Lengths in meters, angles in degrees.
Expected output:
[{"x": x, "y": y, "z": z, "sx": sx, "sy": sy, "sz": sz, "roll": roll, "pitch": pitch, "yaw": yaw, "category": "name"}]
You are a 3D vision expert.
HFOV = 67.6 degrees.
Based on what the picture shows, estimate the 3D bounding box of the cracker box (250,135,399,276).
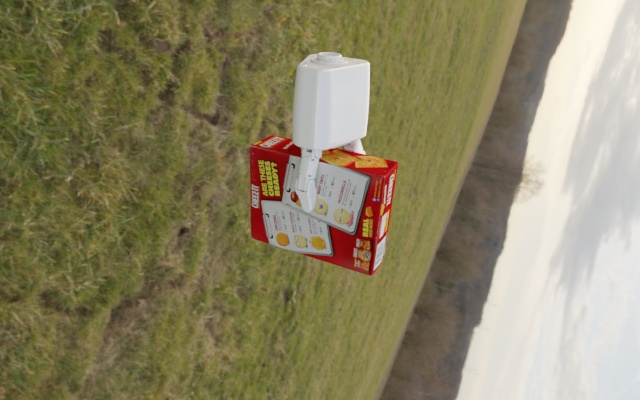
[{"x": 0.000, "y": 0.002, "z": 0.728, "sx": 0.213, "sy": 0.164, "sz": 0.072, "roll": 15, "pitch": 28, "yaw": 22, "category": "cracker box"}]
